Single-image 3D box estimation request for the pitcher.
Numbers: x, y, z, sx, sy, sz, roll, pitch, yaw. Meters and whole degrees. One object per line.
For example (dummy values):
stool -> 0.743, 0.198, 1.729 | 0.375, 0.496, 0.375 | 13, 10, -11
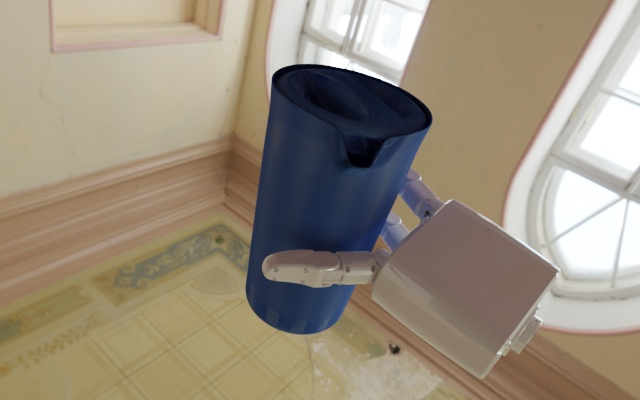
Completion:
pitcher -> 0.000, 0.002, 0.454 | 0.145, 0.243, 0.149 | 35, 37, 26
